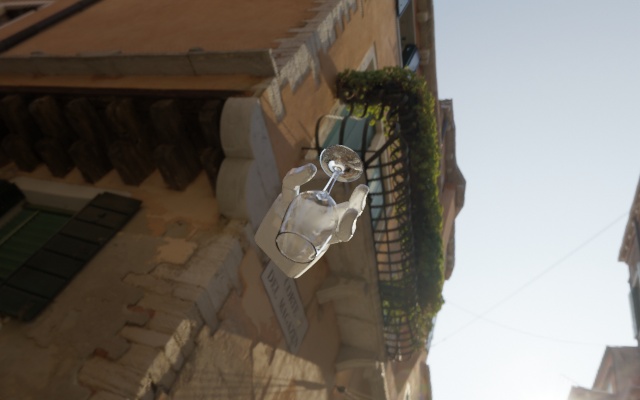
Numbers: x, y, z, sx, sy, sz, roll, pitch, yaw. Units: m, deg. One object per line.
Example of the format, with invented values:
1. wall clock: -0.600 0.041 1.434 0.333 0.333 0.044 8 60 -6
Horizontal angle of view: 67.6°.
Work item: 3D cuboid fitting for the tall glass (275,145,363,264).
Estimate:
1. tall glass: 0.000 0.002 0.723 0.079 0.079 0.201 0 39 26
